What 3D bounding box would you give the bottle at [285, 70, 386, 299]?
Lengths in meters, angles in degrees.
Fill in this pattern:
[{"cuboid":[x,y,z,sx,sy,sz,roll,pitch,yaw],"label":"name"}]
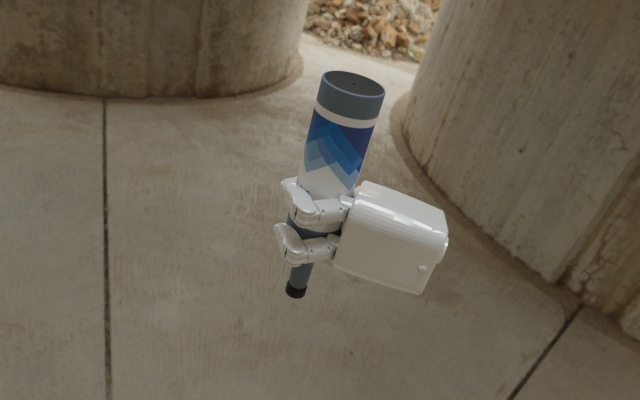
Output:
[{"cuboid":[0.000,0.002,0.557,0.069,0.296,0.069,11,33,-7],"label":"bottle"}]
